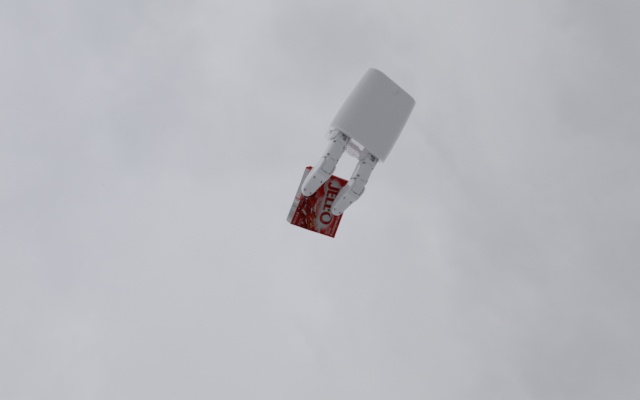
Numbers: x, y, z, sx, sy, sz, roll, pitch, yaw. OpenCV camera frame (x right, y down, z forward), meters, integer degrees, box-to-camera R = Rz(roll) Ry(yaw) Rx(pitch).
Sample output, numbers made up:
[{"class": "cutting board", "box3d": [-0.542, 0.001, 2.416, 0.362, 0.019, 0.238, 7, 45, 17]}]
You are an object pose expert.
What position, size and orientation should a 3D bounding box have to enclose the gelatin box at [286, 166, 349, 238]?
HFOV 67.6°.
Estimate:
[{"class": "gelatin box", "box3d": [0.000, 0.003, 0.705, 0.073, 0.089, 0.030, 20, 4, -21]}]
